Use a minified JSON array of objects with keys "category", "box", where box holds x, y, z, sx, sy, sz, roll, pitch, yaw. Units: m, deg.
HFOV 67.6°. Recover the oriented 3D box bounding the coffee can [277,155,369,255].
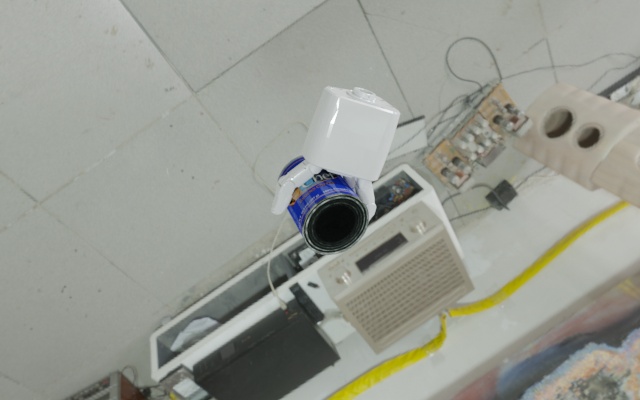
[{"category":"coffee can","box":[0.000,0.002,0.736,0.103,0.103,0.140,0,29,-22]}]
